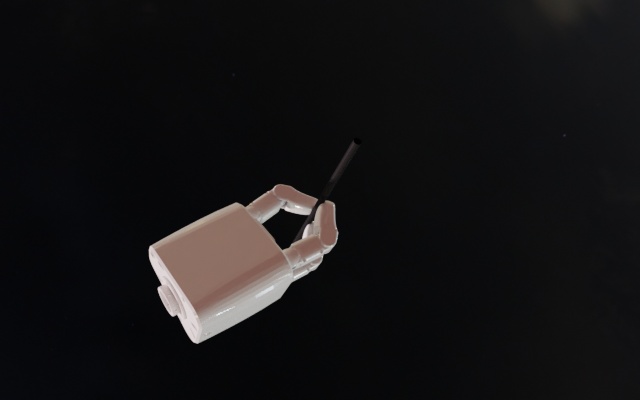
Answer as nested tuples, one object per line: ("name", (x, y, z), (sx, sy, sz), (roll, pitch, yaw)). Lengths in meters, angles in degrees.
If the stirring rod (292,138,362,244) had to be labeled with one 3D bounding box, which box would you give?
("stirring rod", (0.000, 0.002, 0.539), (0.011, 0.011, 0.240), (0, -28, -19))
